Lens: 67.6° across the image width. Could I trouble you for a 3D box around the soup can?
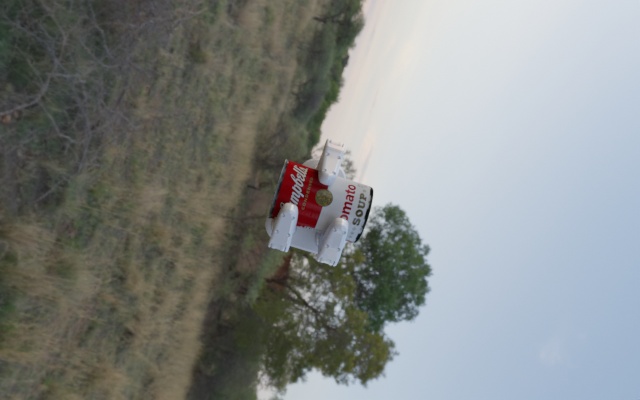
[{"bbox_3d":[0.000,0.002,0.530,0.102,0.068,0.068,17,-1,-4],"label":"soup can"}]
